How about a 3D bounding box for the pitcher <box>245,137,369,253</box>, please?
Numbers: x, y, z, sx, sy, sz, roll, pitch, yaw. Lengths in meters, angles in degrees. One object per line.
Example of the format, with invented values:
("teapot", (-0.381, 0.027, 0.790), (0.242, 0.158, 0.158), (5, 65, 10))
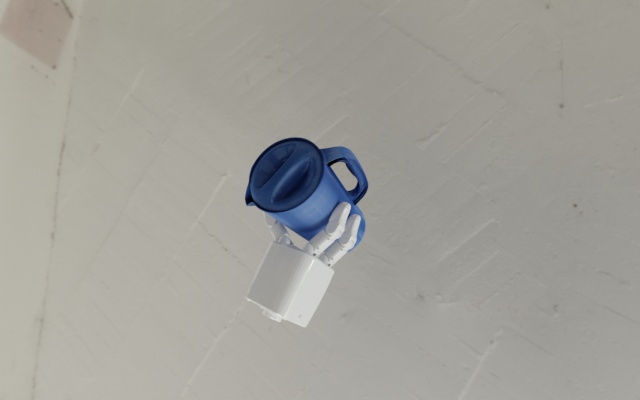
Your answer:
("pitcher", (0.000, 0.003, 0.824), (0.149, 0.145, 0.243), (16, -16, 32))
